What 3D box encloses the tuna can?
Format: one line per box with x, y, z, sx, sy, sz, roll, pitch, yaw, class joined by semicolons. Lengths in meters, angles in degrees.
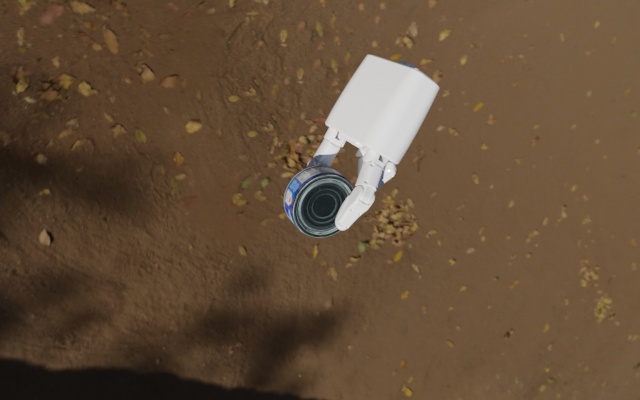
0.000;0.002;0.585;0.086;0.086;0.033;0;22;-23;tuna can
